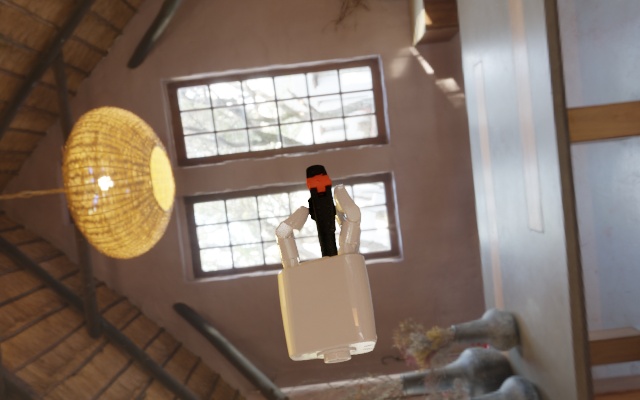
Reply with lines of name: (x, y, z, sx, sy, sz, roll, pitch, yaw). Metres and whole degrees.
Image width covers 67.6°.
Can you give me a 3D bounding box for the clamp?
clamp: (-0.001, 0.002, 0.650, 0.036, 0.164, 0.210, -11, -25, -1)
